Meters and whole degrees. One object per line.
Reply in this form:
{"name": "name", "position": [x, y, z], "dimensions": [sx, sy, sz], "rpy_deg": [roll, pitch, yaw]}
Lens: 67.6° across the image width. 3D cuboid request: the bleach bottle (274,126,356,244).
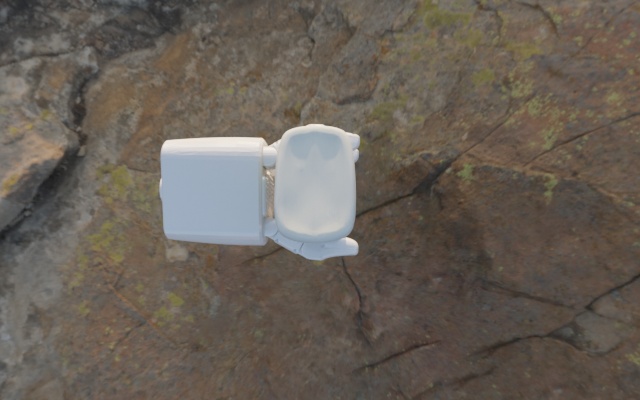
{"name": "bleach bottle", "position": [0.000, 0.002, 0.512], "dimensions": [0.068, 0.102, 0.251], "rpy_deg": [0, -8, 2]}
